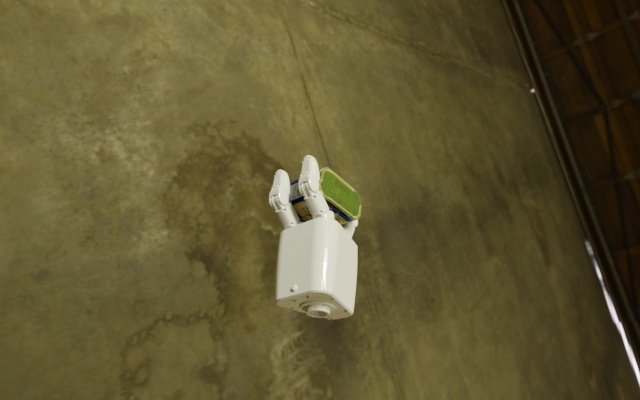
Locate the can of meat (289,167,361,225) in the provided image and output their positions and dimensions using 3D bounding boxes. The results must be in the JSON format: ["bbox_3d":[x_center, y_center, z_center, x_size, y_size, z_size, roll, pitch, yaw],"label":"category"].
[{"bbox_3d":[0.000,0.002,0.718,0.084,0.057,0.102,-21,-42,35],"label":"can of meat"}]
